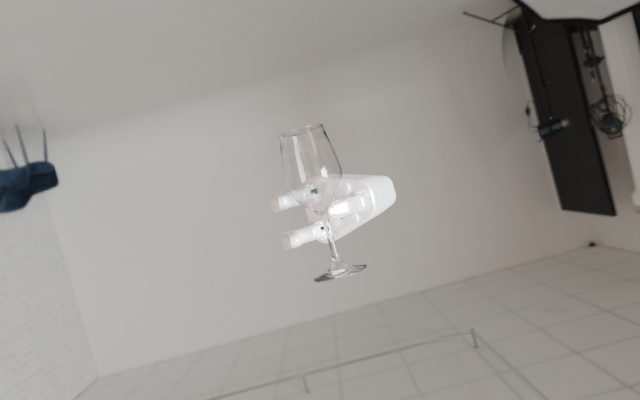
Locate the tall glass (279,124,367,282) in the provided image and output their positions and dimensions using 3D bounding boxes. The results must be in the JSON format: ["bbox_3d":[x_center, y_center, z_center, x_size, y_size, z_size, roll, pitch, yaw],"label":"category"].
[{"bbox_3d":[0.000,0.003,0.641,0.079,0.201,0.079,-16,1,0],"label":"tall glass"}]
